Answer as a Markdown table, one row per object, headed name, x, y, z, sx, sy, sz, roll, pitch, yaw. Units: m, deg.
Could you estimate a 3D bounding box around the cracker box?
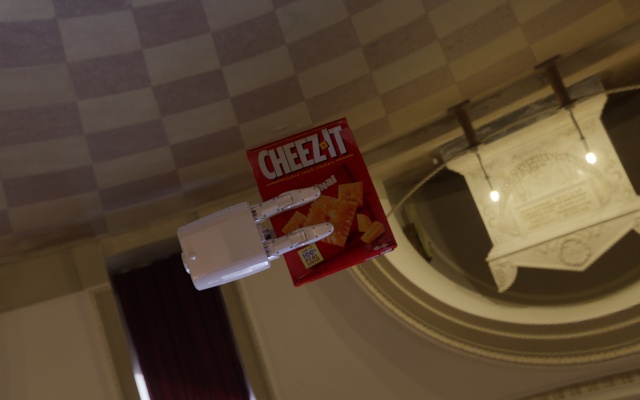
| name | x | y | z | sx | sy | sz | roll | pitch | yaw |
| --- | --- | --- | --- | --- | --- | --- | --- | --- | --- |
| cracker box | 0.000 | 0.003 | 0.722 | 0.164 | 0.213 | 0.072 | -20 | -9 | -6 |
